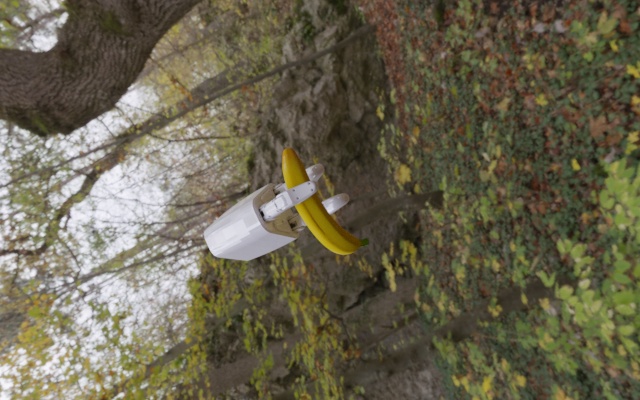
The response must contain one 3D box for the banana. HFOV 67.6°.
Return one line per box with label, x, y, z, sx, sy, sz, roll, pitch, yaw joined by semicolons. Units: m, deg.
banana;-0.003;0.014;0.705;0.037;0.198;0.069;-29;18;30
